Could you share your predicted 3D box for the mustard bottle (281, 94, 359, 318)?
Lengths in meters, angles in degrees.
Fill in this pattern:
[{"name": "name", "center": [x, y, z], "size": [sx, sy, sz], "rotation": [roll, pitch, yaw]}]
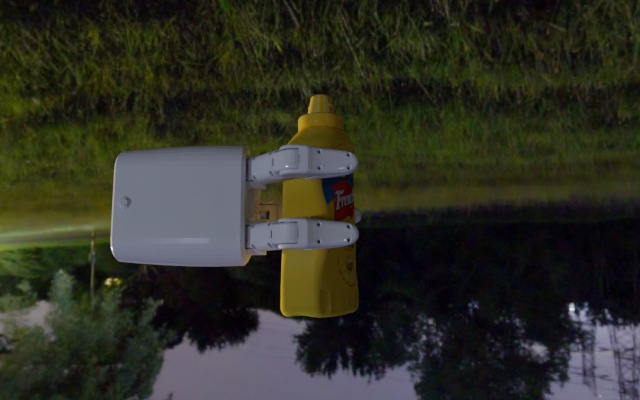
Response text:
[{"name": "mustard bottle", "center": [0.000, 0.002, 0.418], "size": [0.058, 0.191, 0.096], "rotation": [-4, -9, 23]}]
